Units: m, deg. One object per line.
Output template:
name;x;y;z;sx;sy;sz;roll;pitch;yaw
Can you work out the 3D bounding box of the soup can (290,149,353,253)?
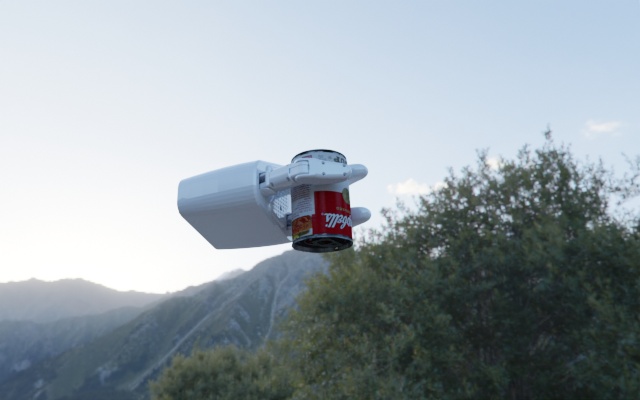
soup can;0.000;0.001;0.538;0.068;0.102;0.068;-2;-20;-1
